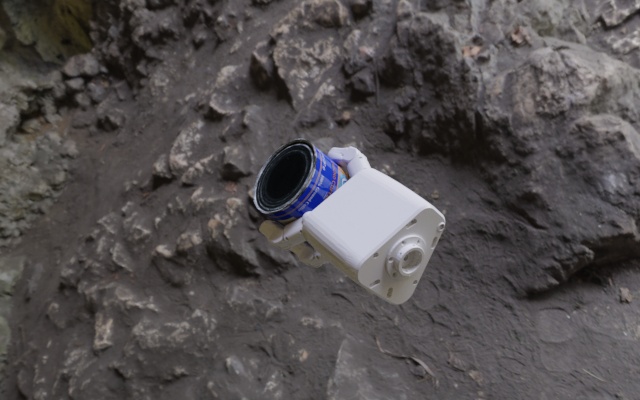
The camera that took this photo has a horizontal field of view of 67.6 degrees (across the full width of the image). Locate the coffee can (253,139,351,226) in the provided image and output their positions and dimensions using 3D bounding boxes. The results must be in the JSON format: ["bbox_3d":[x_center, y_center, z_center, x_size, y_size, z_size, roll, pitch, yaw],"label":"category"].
[{"bbox_3d":[0.000,0.002,0.608,0.103,0.102,0.140,0,-28,46],"label":"coffee can"}]
